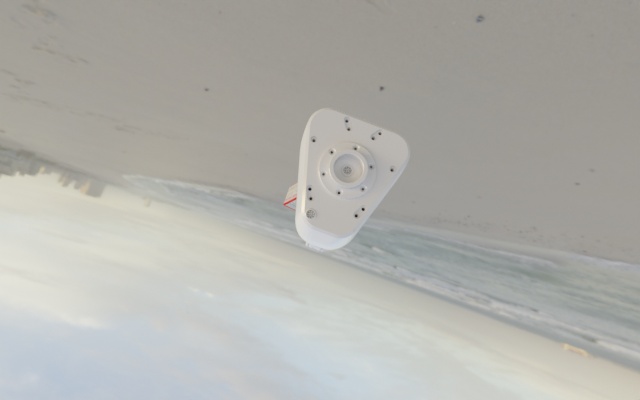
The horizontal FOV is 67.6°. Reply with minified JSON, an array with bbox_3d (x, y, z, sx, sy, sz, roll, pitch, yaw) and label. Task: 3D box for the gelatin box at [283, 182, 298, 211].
[{"bbox_3d":[0.000,0.002,0.593,0.073,0.030,0.089,23,-14,-13],"label":"gelatin box"}]
